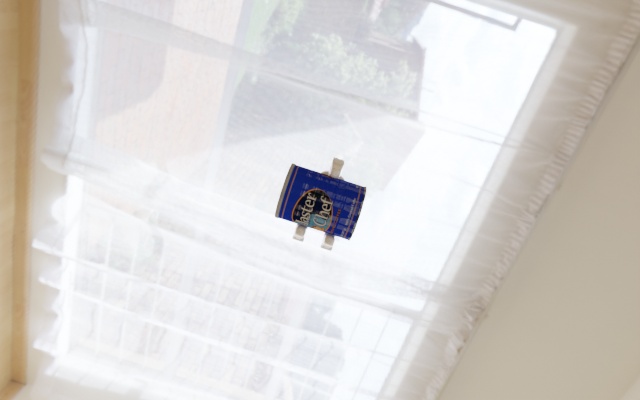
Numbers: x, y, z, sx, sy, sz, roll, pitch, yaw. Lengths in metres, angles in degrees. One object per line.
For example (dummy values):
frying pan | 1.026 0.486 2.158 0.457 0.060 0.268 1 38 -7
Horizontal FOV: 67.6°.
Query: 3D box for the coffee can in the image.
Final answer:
coffee can | 0.000 0.003 0.856 0.140 0.103 0.103 18 0 -1
